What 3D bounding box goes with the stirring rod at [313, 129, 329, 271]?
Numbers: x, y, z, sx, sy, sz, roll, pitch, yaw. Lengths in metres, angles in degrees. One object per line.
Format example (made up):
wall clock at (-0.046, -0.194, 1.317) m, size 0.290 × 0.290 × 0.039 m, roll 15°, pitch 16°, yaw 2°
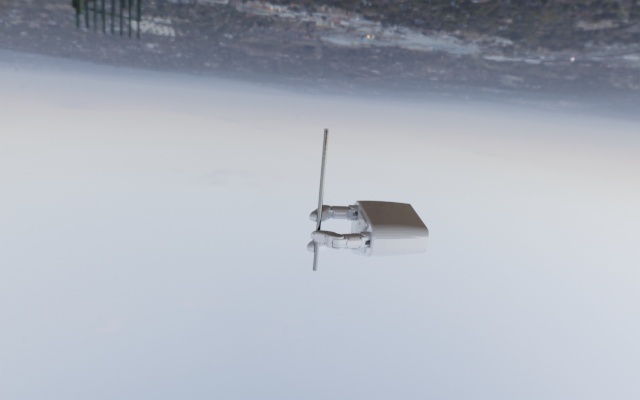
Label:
stirring rod at (0.000, 0.002, 0.787) m, size 0.011 × 0.239 × 0.011 m, roll 5°, pitch 14°, yaw -1°
